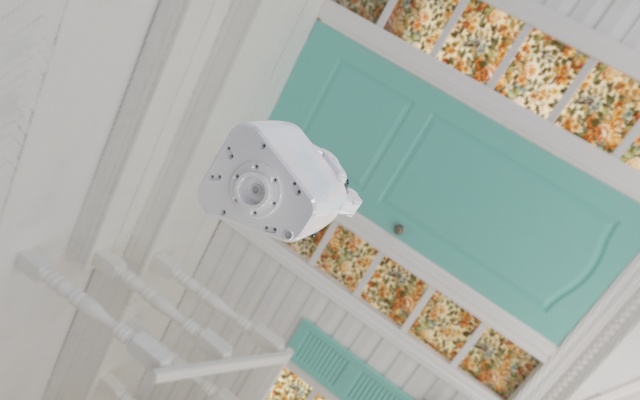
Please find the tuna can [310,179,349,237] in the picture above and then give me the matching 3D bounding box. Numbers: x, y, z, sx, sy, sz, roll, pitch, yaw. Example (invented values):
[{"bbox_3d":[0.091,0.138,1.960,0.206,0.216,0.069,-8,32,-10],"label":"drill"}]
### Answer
[{"bbox_3d":[0.001,0.002,0.594,0.034,0.086,0.086,32,4,7],"label":"tuna can"}]
